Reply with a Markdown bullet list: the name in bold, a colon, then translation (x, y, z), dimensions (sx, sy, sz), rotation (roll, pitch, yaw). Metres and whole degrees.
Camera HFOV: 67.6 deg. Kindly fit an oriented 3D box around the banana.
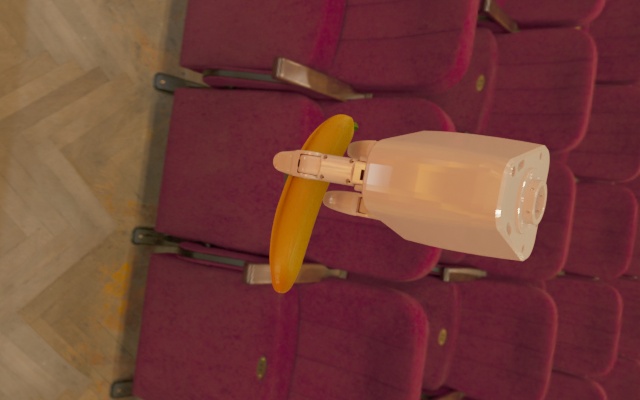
- **banana**: translation (-0.006, -0.010, 0.453), dimensions (0.037, 0.197, 0.070), rotation (13, -22, 33)
